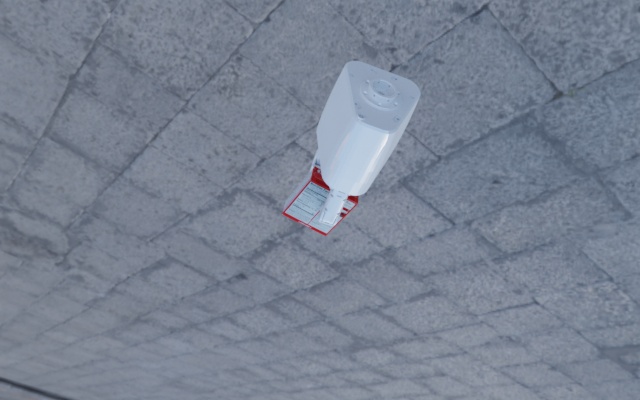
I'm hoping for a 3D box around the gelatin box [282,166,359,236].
[{"bbox_3d":[0.000,0.003,0.653,0.073,0.030,0.089,27,-46,-15],"label":"gelatin box"}]
